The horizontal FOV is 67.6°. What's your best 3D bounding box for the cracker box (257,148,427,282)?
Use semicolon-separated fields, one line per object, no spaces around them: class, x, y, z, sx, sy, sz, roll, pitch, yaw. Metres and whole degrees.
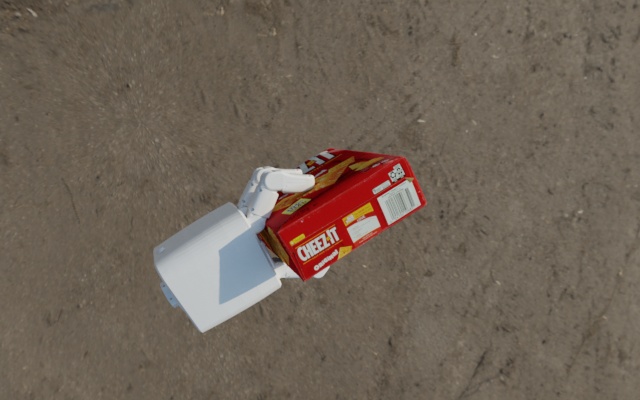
cracker box;0.000;0.002;0.592;0.164;0.072;0.213;-31;18;-13
